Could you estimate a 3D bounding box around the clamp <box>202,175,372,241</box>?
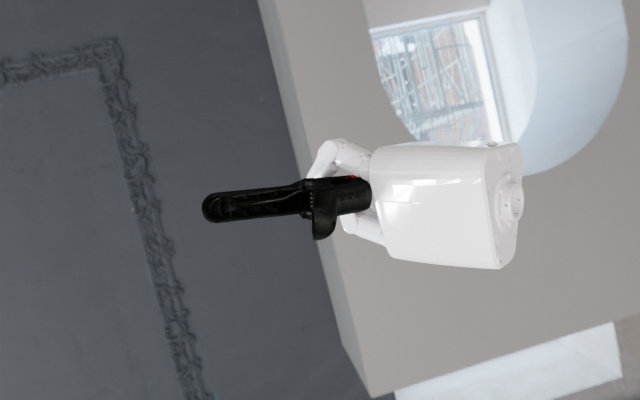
[{"bbox_3d":[0.000,0.002,0.412,0.120,0.039,0.171,17,22,39],"label":"clamp"}]
